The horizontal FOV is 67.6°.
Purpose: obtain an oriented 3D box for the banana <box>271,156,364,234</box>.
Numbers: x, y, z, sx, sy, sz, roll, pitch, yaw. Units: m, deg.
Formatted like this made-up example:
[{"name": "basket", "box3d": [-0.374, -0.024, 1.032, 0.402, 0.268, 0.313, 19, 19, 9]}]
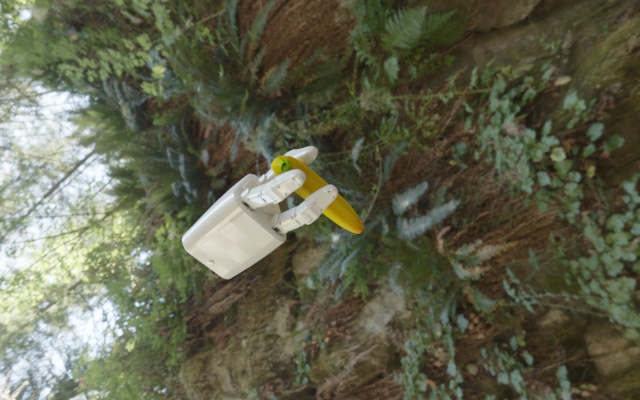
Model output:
[{"name": "banana", "box3d": [-0.009, -0.011, 0.653, 0.198, 0.037, 0.069, 37, 16, -45]}]
